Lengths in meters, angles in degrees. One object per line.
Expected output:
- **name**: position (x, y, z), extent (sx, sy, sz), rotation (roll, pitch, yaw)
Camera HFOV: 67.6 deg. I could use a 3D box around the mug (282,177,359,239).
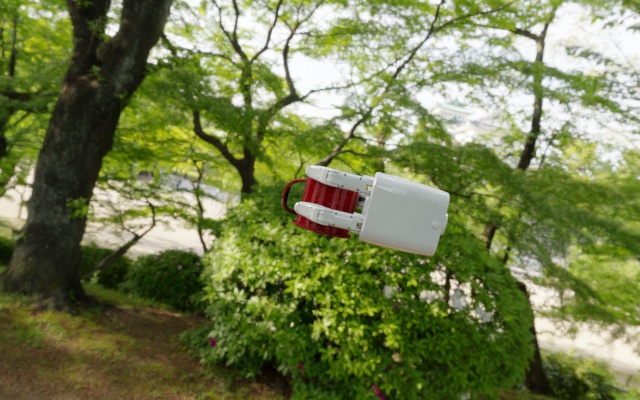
- **mug**: position (-0.001, 0.002, 0.725), extent (0.117, 0.081, 0.093), rotation (15, 5, 3)
